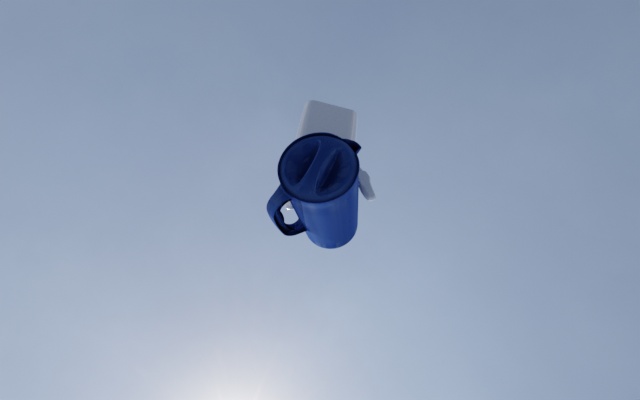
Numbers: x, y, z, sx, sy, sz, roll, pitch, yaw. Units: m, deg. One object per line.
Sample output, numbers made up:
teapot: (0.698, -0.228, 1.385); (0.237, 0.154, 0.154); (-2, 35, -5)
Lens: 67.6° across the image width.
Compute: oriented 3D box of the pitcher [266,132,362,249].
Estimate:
pitcher: (0.000, 0.003, 0.864); (0.149, 0.145, 0.243); (3, -27, 9)
